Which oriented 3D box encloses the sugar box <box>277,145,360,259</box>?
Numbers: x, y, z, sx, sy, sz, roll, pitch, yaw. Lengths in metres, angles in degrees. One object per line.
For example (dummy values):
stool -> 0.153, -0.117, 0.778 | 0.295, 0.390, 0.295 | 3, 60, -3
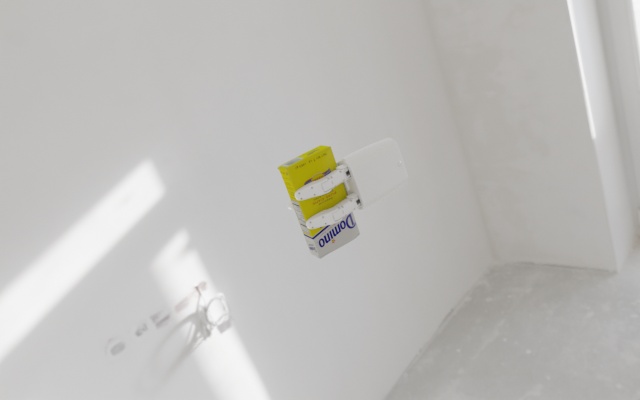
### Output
sugar box -> 0.000, 0.003, 0.833 | 0.093, 0.176, 0.048 | -28, 19, -21
